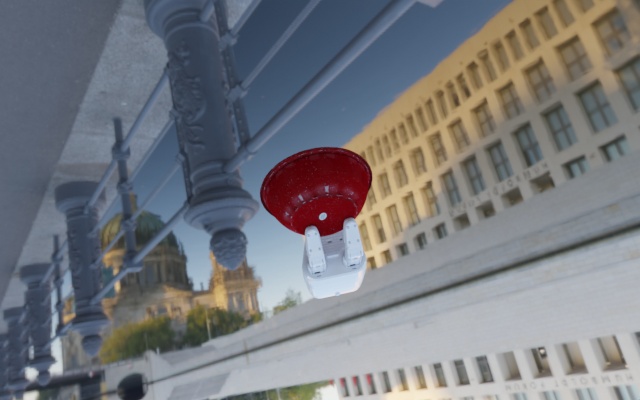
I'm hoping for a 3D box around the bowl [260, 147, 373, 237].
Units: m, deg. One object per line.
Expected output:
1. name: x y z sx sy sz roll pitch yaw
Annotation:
1. bowl: 0.000 0.002 0.657 0.162 0.055 0.162 -9 -39 -7
